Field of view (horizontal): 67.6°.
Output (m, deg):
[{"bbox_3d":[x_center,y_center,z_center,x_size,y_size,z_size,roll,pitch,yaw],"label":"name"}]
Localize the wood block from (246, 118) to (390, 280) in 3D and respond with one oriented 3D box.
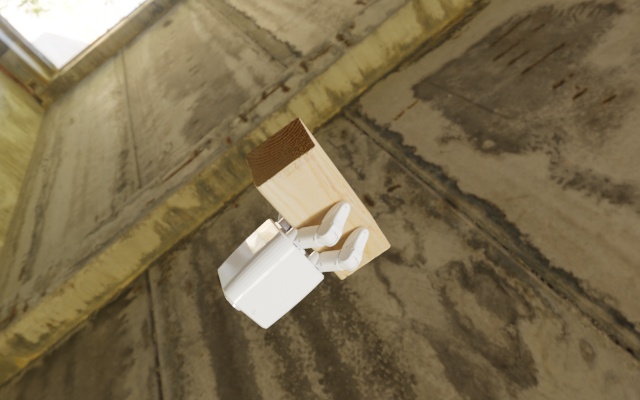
[{"bbox_3d":[0.000,0.002,0.654,0.090,0.206,0.090,-35,37,5],"label":"wood block"}]
